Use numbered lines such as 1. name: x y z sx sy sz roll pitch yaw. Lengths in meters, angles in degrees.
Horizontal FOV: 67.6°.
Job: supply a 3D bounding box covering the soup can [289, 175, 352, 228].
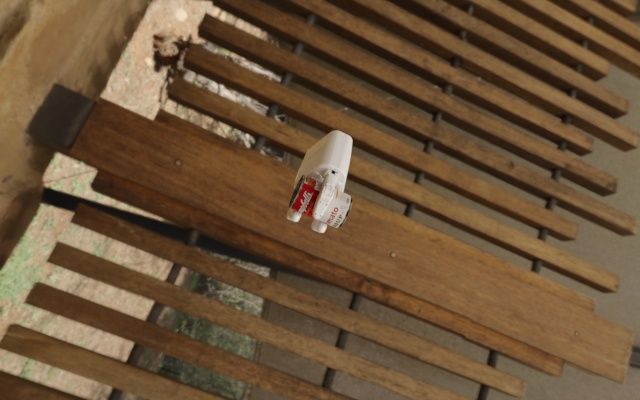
1. soup can: 0.000 0.003 0.894 0.102 0.068 0.068 24 -4 -10
